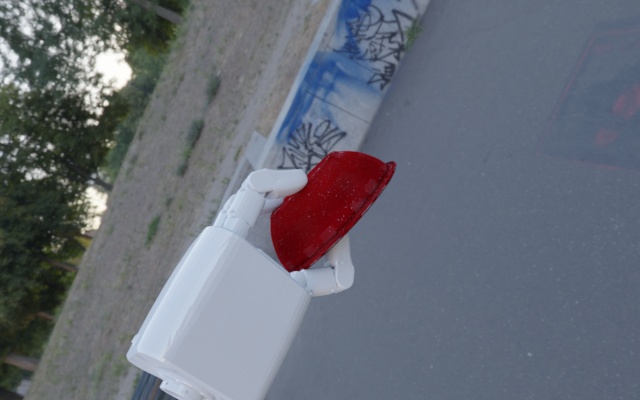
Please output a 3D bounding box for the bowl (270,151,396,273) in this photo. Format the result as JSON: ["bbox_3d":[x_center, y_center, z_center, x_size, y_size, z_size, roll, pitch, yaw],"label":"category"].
[{"bbox_3d":[0.000,0.001,0.483,0.055,0.162,0.162,44,-6,-6],"label":"bowl"}]
